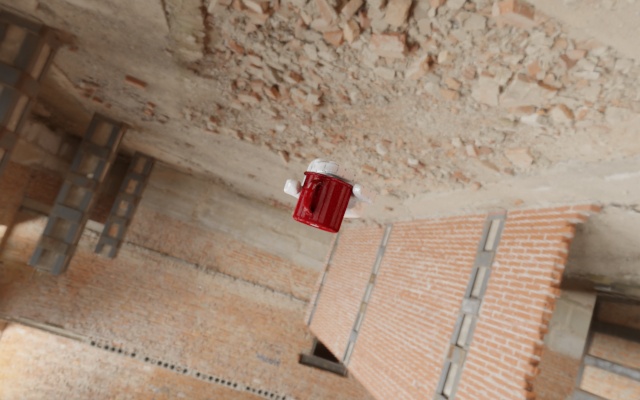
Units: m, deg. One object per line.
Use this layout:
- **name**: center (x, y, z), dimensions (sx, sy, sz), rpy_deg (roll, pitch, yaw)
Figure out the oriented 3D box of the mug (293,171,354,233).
- **mug**: center (0.000, 0.002, 0.783), dimensions (0.093, 0.081, 0.117), rpy_deg (16, -7, 19)
